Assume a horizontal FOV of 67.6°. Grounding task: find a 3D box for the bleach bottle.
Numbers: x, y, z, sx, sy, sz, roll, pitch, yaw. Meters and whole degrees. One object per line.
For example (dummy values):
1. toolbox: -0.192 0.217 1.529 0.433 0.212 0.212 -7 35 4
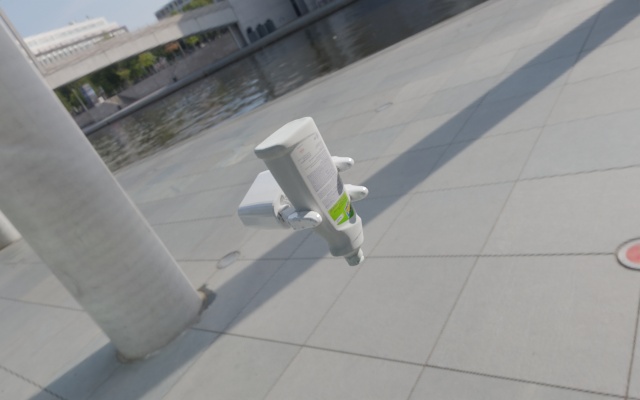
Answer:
1. bleach bottle: 0.000 0.002 0.747 0.068 0.251 0.102 -6 30 45
